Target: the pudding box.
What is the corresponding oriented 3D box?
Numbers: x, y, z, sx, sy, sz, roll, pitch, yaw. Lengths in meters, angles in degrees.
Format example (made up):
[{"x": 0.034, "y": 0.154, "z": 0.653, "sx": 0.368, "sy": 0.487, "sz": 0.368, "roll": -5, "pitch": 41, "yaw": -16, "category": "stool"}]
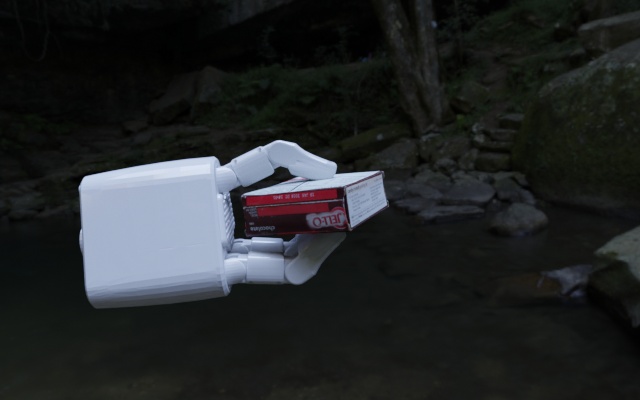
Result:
[{"x": 0.000, "y": 0.001, "z": 0.407, "sx": 0.090, "sy": 0.039, "sz": 0.113, "roll": -3, "pitch": 9, "yaw": 23, "category": "pudding box"}]
